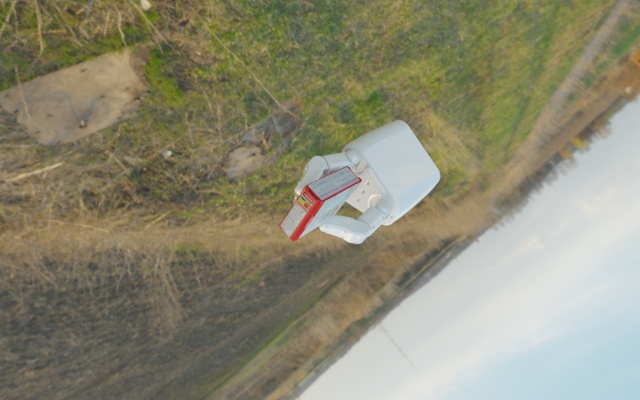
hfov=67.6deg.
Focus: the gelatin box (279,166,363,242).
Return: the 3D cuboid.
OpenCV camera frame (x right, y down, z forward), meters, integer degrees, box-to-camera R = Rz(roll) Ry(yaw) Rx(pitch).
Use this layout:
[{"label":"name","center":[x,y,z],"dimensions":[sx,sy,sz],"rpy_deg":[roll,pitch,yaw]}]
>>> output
[{"label":"gelatin box","center":[0.000,0.002,0.565],"dimensions":[0.089,0.030,0.073],"rpy_deg":[-30,-19,-49]}]
